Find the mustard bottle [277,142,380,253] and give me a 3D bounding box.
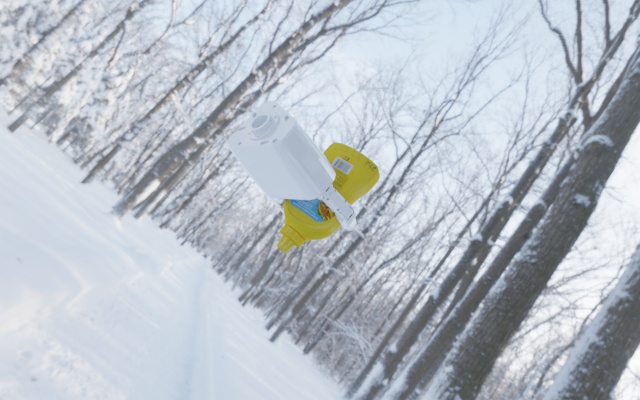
[{"bbox_3d":[0.000,0.002,0.738,0.096,0.191,0.058,33,-16,24],"label":"mustard bottle"}]
